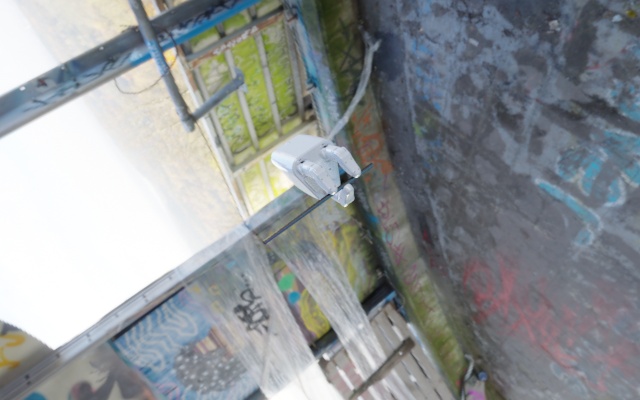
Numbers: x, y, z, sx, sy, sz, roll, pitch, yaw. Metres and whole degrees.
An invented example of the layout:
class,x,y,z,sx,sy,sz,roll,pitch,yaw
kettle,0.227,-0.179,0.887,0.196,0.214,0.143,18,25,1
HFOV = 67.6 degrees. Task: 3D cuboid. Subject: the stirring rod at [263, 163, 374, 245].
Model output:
class,x,y,z,sx,sy,sz,roll,pitch,yaw
stirring rod,0.000,0.003,0.822,0.239,0.011,0.011,-36,12,-17
